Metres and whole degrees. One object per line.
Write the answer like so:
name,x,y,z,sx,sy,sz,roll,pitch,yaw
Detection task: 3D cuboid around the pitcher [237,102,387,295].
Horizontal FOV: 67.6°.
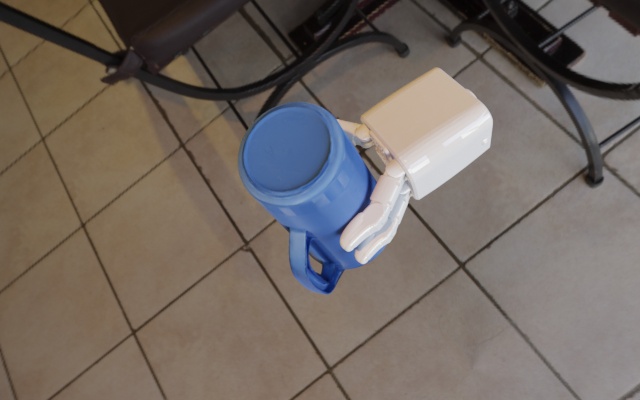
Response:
pitcher,0.000,0.002,0.546,0.145,0.149,0.243,-33,-25,4
